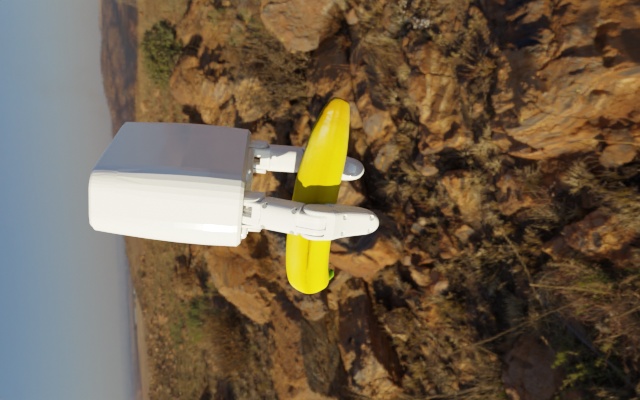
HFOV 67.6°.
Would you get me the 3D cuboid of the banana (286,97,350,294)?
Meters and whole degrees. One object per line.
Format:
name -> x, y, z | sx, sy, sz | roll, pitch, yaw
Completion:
banana -> -0.005, 0.015, 0.395 | 0.037, 0.198, 0.069 | 12, 39, 8
